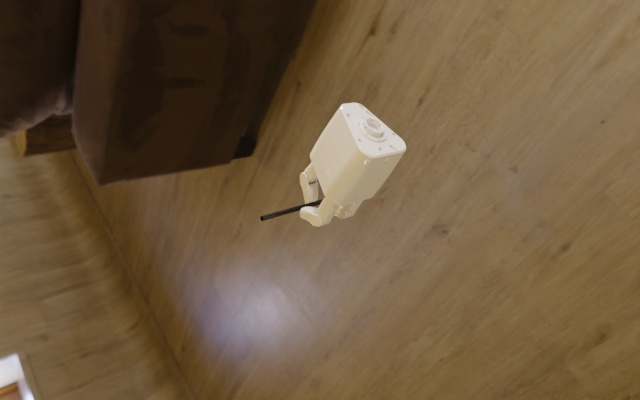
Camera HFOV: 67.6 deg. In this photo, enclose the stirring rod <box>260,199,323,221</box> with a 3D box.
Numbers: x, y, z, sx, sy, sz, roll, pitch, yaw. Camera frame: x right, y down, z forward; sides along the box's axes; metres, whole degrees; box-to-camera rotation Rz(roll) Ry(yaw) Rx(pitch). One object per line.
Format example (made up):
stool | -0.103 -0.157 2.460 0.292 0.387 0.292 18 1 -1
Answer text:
stirring rod | 0.000 0.003 0.800 0.239 0.011 0.011 -16 10 -40
